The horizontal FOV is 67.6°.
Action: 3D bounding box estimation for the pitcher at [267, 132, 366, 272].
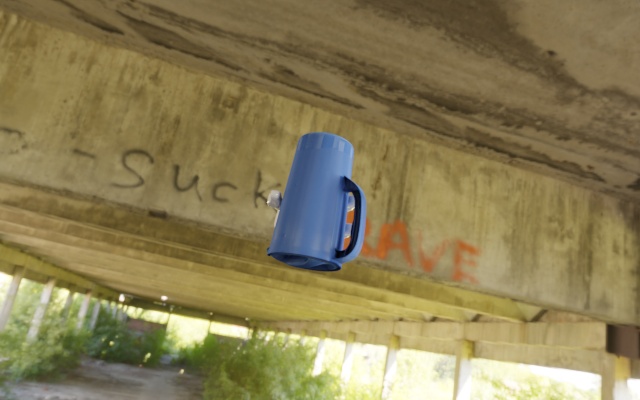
[{"bbox_3d":[0.000,0.003,0.871,0.149,0.242,0.145,14,-17,-9],"label":"pitcher"}]
